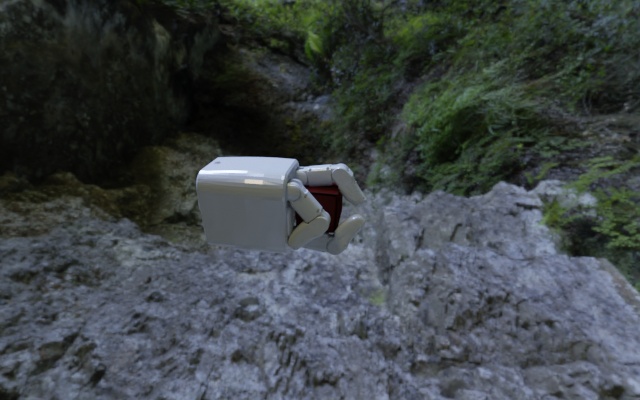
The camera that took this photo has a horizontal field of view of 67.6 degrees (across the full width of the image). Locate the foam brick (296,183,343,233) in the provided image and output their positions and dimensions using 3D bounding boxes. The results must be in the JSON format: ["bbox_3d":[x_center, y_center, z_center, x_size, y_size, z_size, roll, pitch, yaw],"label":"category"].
[{"bbox_3d":[0.000,0.002,0.614,0.051,0.053,0.078,4,19,7],"label":"foam brick"}]
